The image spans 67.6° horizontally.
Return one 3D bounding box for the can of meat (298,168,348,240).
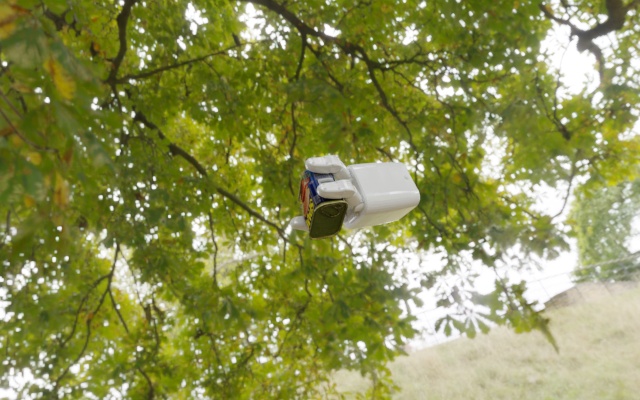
[{"bbox_3d":[0.000,0.002,0.795,0.057,0.084,0.102,-9,-35,-16],"label":"can of meat"}]
